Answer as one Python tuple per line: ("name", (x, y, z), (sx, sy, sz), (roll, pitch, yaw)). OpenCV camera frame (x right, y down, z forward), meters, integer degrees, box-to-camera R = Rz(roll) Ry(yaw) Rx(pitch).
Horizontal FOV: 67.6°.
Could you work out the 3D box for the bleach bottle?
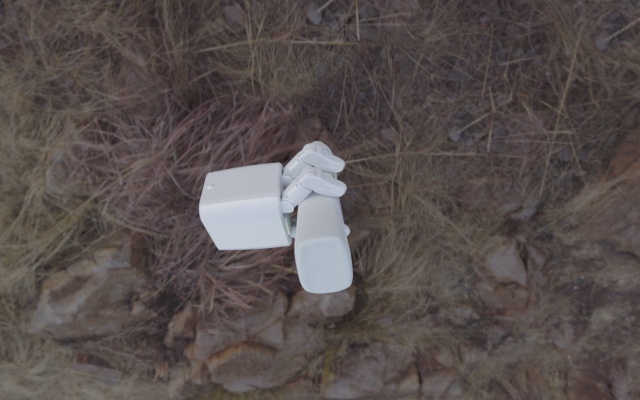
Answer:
("bleach bottle", (0.000, 0.002, 0.675), (0.068, 0.103, 0.250), (-7, 39, 3))
